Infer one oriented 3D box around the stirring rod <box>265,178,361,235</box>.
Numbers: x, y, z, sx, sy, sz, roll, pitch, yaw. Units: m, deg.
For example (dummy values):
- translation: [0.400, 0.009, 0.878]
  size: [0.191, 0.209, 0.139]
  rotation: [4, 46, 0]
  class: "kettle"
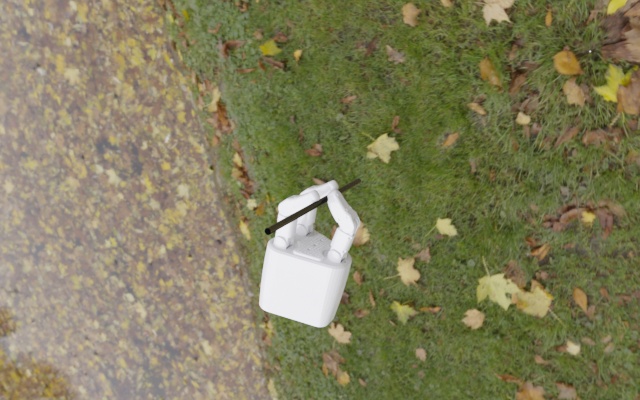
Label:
- translation: [0.000, 0.002, 0.614]
  size: [0.011, 0.011, 0.239]
  rotation: [0, 15, 29]
  class: "stirring rod"
